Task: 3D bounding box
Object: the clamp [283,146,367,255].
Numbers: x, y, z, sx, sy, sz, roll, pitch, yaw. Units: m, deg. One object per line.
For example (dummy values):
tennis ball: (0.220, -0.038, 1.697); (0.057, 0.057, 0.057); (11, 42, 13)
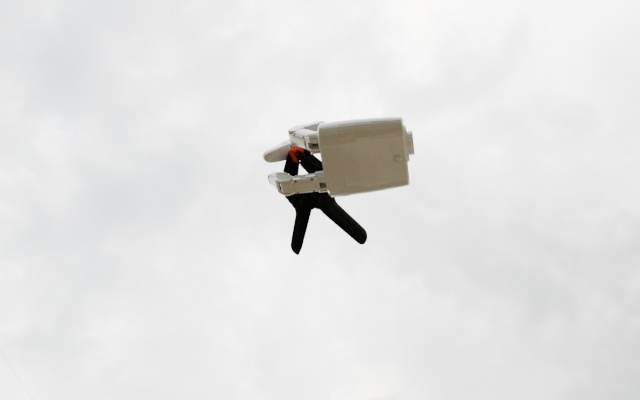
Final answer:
clamp: (0.000, 0.002, 0.687); (0.120, 0.171, 0.039); (-6, 26, 12)
